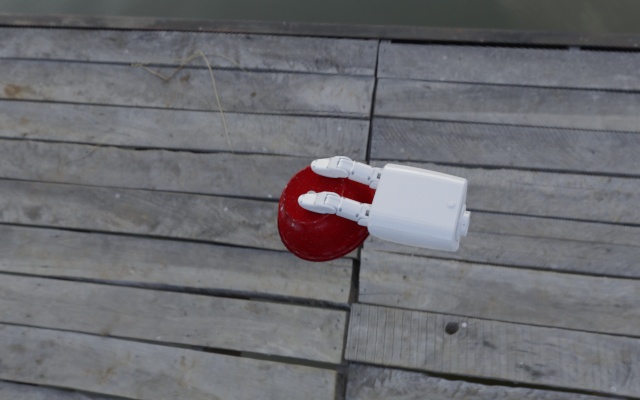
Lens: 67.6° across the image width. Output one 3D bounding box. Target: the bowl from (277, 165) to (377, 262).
[{"bbox_3d":[-0.001,0.002,0.674,0.162,0.162,0.055,0,-28,26],"label":"bowl"}]
